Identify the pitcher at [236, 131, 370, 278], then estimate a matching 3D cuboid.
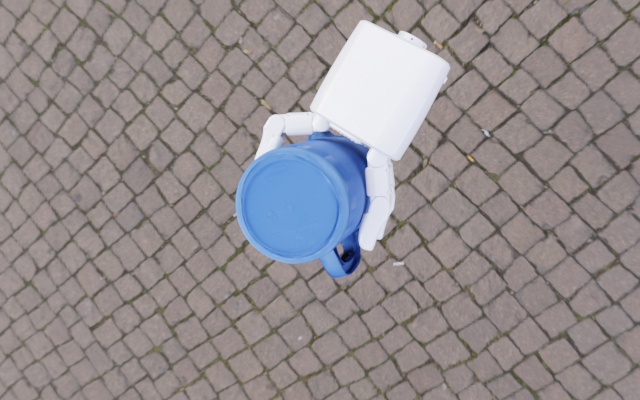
[{"bbox_3d":[0.000,0.002,0.539,0.149,0.145,0.243,31,12,6],"label":"pitcher"}]
